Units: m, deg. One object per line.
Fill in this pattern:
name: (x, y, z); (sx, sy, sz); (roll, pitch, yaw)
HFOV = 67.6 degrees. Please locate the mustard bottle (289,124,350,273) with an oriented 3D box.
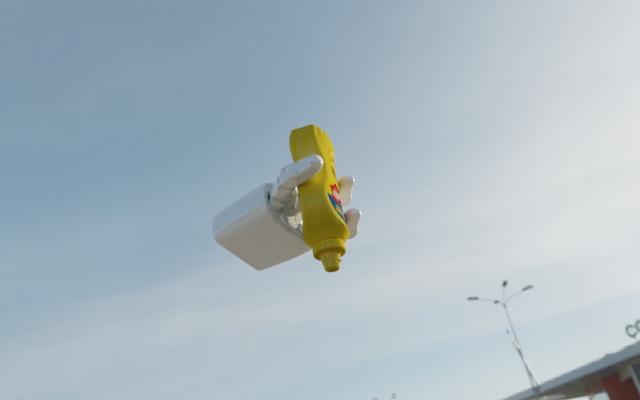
mustard bottle: (0.000, 0.002, 0.618); (0.058, 0.191, 0.096); (-14, -31, 8)
